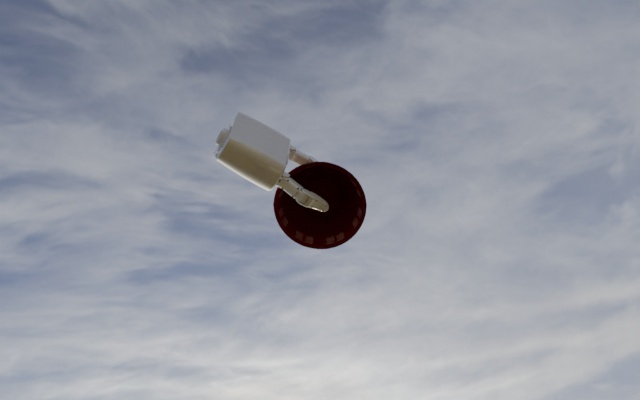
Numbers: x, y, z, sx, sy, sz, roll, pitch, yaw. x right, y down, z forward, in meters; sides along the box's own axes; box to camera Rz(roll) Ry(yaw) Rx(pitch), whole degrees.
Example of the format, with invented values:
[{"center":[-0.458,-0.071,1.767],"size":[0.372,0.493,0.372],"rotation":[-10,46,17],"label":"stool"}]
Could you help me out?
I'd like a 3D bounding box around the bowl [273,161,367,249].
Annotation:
[{"center":[0.001,0.004,0.849],"size":[0.162,0.162,0.055],"rotation":[0,19,3],"label":"bowl"}]
